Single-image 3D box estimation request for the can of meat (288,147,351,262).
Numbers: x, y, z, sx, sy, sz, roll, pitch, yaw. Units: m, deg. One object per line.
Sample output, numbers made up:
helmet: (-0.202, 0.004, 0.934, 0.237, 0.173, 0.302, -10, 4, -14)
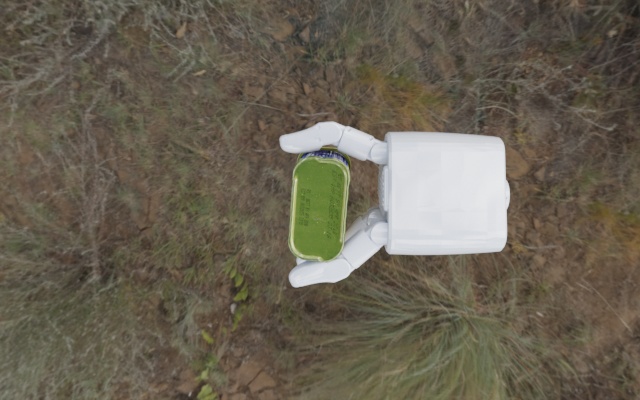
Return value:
can of meat: (0.000, 0.001, 0.466, 0.057, 0.102, 0.084, 4, 11, 1)
